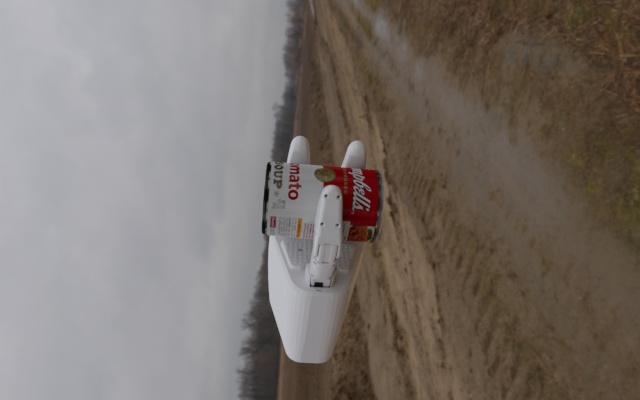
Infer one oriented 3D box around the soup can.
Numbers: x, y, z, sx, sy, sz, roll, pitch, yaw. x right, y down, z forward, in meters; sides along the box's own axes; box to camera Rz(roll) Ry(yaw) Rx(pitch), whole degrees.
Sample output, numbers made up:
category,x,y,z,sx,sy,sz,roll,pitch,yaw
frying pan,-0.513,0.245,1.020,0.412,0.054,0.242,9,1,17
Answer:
category,x,y,z,sx,sy,sz,roll,pitch,yaw
soup can,0.000,0.001,0.435,0.102,0.068,0.068,4,0,-4
